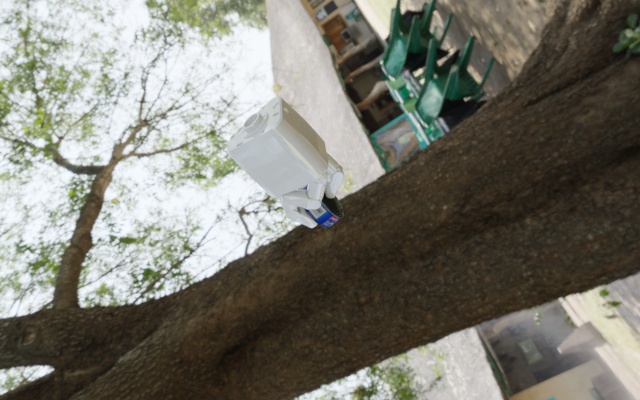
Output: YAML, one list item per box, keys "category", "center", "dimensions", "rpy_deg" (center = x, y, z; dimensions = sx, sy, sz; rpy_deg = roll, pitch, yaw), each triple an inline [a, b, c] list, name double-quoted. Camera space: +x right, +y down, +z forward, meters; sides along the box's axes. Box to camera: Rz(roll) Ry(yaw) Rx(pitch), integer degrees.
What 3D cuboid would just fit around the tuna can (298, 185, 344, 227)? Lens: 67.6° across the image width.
- category: "tuna can"
  center: [0.000, 0.003, 0.804]
  dimensions: [0.034, 0.086, 0.086]
  rpy_deg: [-37, -13, 18]
